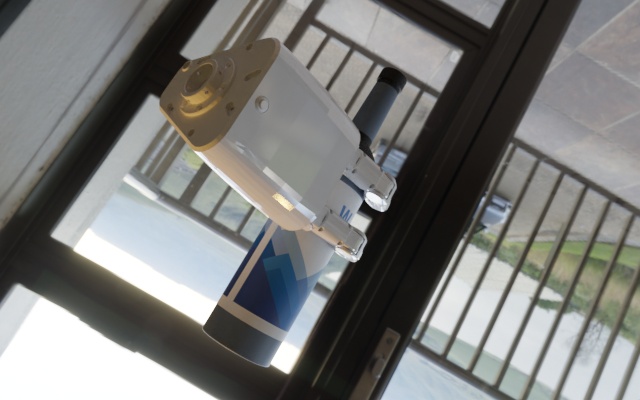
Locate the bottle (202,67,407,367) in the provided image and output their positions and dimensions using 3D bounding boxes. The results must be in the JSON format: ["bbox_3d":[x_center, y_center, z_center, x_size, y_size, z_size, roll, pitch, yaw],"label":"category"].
[{"bbox_3d":[0.000,0.002,0.439,0.069,0.295,0.069,29,-12,7],"label":"bottle"}]
